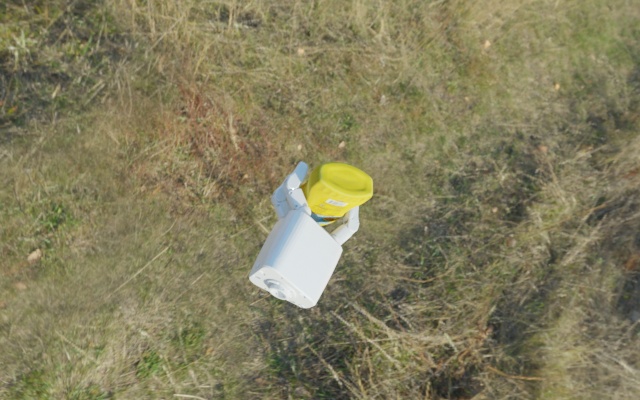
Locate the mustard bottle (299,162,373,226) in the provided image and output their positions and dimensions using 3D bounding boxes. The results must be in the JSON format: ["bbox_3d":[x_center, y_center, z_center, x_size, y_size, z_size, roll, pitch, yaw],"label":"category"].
[{"bbox_3d":[0.000,0.002,0.796,0.096,0.058,0.192,12,-27,-23],"label":"mustard bottle"}]
